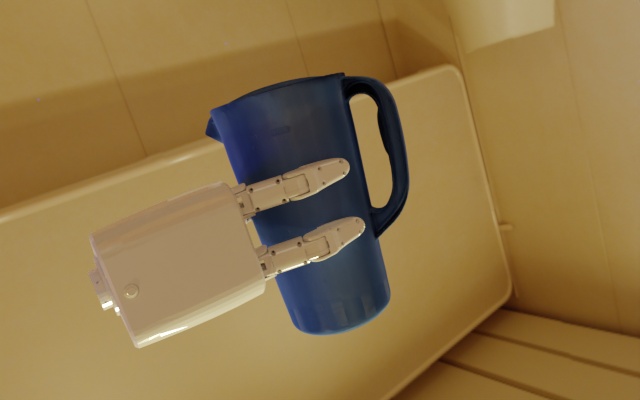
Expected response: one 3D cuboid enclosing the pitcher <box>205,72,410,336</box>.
[{"bbox_3d":[0.000,0.002,0.473,0.145,0.243,0.149,-23,13,-29],"label":"pitcher"}]
